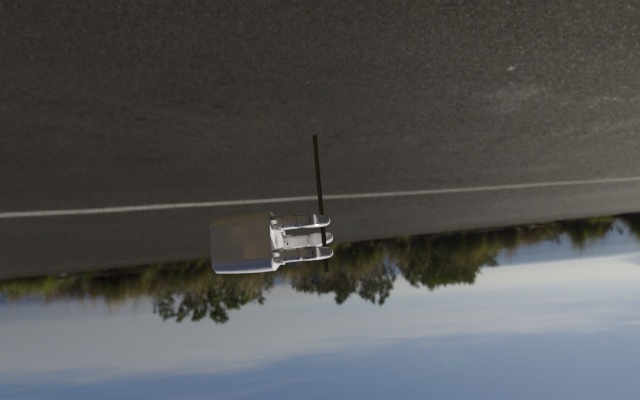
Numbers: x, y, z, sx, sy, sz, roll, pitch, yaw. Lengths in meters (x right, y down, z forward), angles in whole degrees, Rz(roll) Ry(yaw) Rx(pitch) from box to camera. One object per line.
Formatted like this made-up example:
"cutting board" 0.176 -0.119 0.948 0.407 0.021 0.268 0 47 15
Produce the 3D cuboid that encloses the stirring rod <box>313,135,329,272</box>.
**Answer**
"stirring rod" 0.000 0.003 0.829 0.011 0.239 0.011 -5 -10 -1
